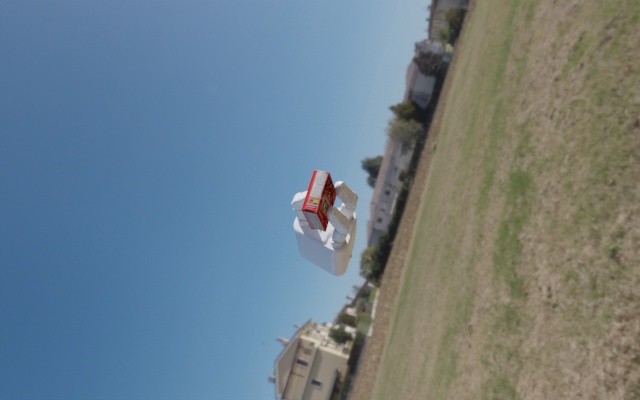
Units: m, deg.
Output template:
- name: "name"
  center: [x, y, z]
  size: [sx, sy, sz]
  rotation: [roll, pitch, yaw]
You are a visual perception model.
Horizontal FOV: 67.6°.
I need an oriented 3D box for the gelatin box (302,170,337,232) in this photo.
- name: "gelatin box"
  center: [0.000, 0.002, 0.789]
  size: [0.030, 0.073, 0.089]
  rotation: [11, -21, 16]
